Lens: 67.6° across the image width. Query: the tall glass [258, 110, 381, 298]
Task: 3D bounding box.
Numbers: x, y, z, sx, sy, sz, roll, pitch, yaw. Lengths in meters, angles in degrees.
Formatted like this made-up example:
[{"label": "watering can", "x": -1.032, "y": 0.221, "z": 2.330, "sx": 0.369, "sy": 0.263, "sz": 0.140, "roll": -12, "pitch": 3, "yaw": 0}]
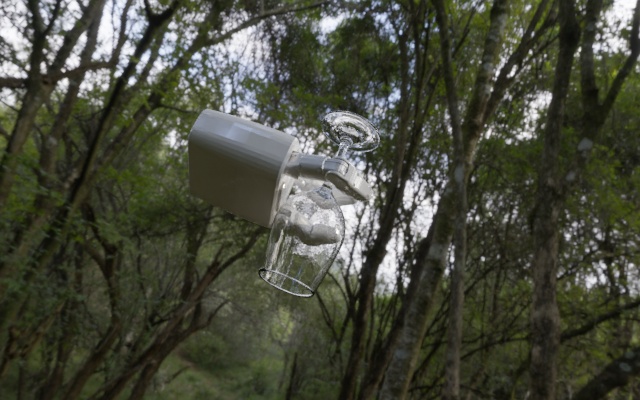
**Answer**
[{"label": "tall glass", "x": 0.000, "y": 0.001, "z": 0.523, "sx": 0.079, "sy": 0.201, "sz": 0.079, "roll": 18, "pitch": -25, "yaw": 9}]
